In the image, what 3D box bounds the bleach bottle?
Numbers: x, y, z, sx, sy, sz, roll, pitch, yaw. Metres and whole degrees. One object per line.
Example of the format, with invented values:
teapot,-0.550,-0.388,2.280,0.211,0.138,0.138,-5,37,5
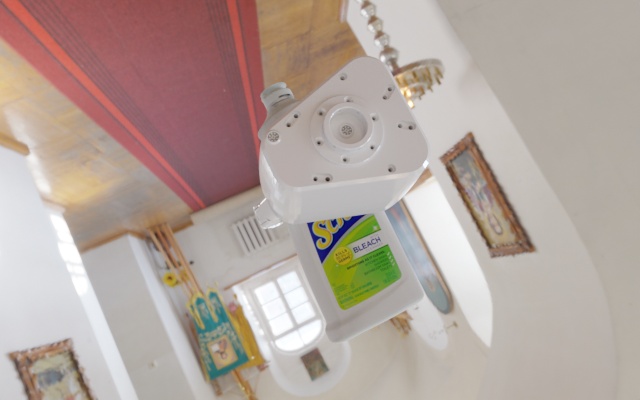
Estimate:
bleach bottle,0.000,0.002,0.468,0.102,0.251,0.068,-26,-8,-9
